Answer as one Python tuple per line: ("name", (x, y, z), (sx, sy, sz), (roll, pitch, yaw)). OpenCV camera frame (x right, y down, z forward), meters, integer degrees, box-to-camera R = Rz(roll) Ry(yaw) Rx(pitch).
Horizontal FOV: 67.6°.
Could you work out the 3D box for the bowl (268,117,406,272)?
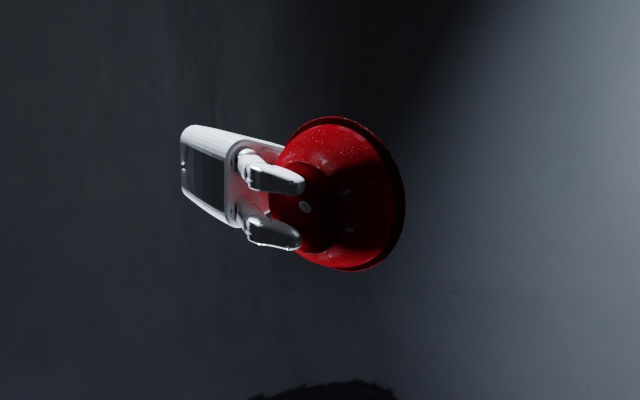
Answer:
("bowl", (0.001, 0.002, 0.468), (0.162, 0.162, 0.055), (0, 13, 39))
